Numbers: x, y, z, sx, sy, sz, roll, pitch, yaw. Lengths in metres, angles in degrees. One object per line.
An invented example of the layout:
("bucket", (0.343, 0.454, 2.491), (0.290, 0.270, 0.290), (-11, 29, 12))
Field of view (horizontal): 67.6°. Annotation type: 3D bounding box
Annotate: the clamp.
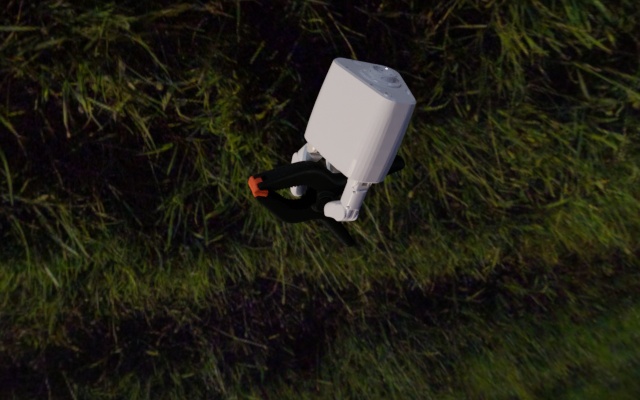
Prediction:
("clamp", (0.000, 0.002, 0.648), (0.210, 0.165, 0.036), (1, 37, -29))
